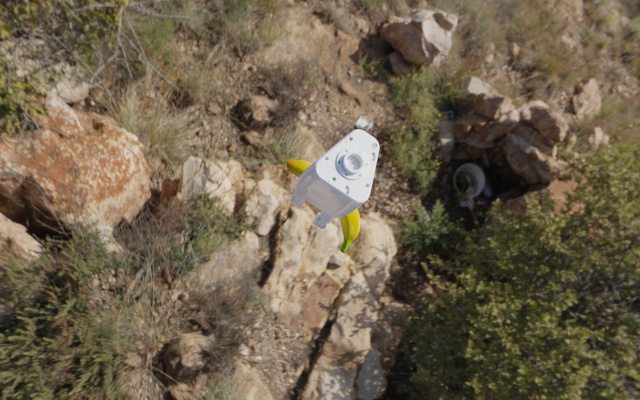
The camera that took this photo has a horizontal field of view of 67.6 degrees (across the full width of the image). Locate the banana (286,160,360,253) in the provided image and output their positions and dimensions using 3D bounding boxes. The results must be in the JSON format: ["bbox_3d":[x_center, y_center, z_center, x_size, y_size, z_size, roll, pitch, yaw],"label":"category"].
[{"bbox_3d":[0.017,-0.004,0.867,0.069,0.198,0.037,-33,0,-16],"label":"banana"}]
